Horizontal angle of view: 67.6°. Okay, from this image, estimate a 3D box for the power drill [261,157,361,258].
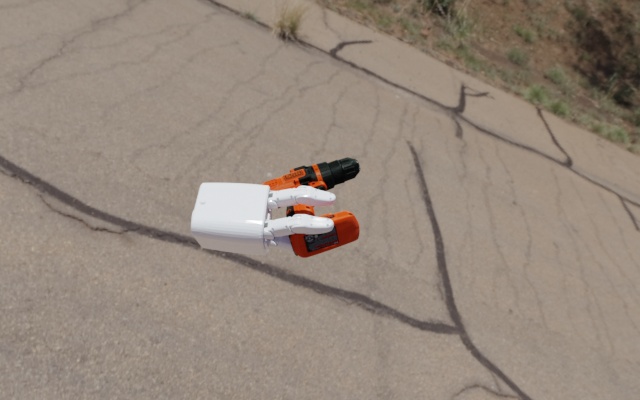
[{"bbox_3d":[0.000,0.003,0.787,0.184,0.057,0.187,-20,35,-5],"label":"power drill"}]
